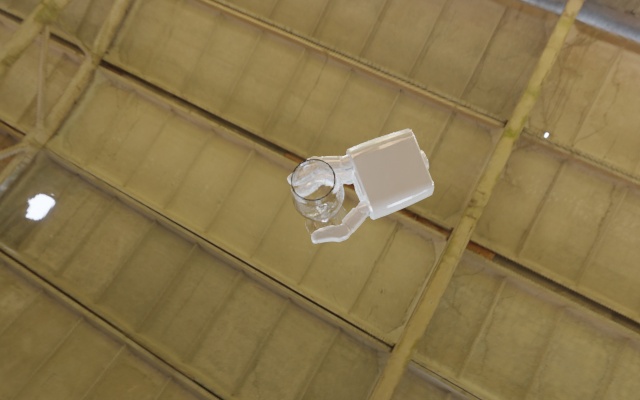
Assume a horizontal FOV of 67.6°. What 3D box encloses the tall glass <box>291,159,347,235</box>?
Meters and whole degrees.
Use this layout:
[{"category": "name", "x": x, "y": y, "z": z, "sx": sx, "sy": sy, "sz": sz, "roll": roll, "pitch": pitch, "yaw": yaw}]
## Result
[{"category": "tall glass", "x": 0.000, "y": 0.003, "z": 0.742, "sx": 0.079, "sy": 0.079, "sz": 0.201, "roll": 0, "pitch": -18, "yaw": 6}]
